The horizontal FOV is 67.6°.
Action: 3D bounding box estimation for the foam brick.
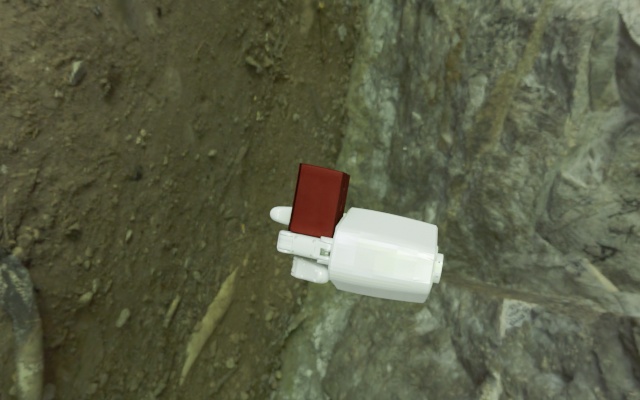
[{"bbox_3d":[0.000,0.001,0.544,0.051,0.078,0.053,10,0,14],"label":"foam brick"}]
